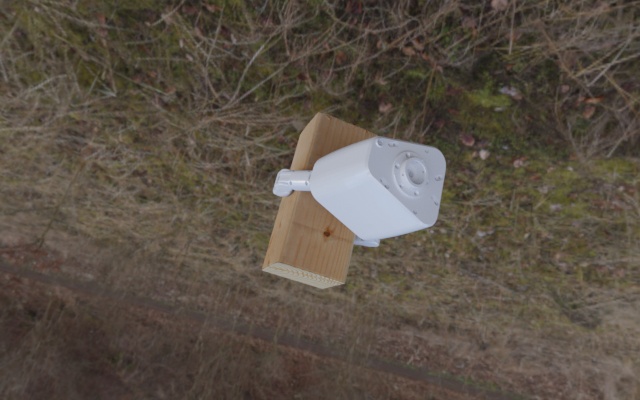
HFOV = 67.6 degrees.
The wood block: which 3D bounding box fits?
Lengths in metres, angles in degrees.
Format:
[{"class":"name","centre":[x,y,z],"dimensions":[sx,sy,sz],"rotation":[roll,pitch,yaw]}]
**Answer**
[{"class":"wood block","centre":[0.000,0.002,0.637],"dimensions":[0.091,0.206,0.090],"rotation":[20,-20,-15]}]
